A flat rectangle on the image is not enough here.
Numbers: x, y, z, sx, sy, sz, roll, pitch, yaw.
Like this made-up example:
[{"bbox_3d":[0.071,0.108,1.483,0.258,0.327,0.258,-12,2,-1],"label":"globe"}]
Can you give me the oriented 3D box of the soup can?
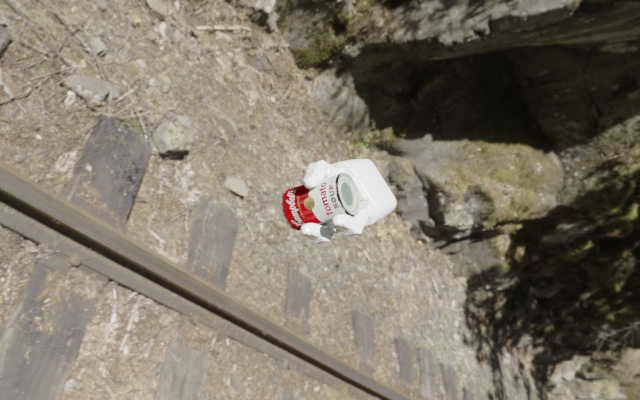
[{"bbox_3d":[0.000,0.002,0.725,0.102,0.068,0.068,-16,-8,29],"label":"soup can"}]
